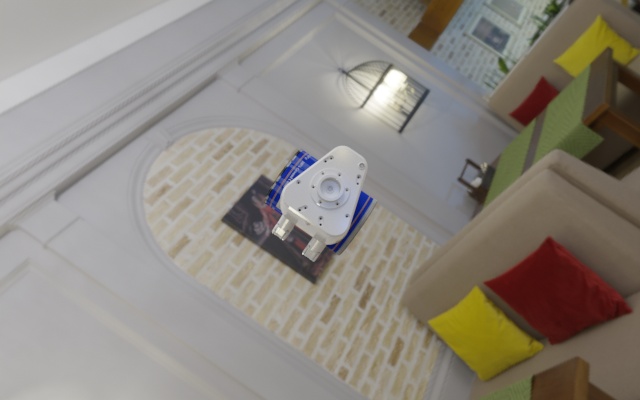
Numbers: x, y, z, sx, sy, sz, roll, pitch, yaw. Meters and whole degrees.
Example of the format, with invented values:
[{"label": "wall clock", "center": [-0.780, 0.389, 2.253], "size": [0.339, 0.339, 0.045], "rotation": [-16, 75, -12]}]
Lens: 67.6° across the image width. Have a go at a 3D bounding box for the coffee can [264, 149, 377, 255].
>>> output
[{"label": "coffee can", "center": [0.000, 0.002, 0.729], "size": [0.140, 0.103, 0.103], "rotation": [35, 1, 2]}]
